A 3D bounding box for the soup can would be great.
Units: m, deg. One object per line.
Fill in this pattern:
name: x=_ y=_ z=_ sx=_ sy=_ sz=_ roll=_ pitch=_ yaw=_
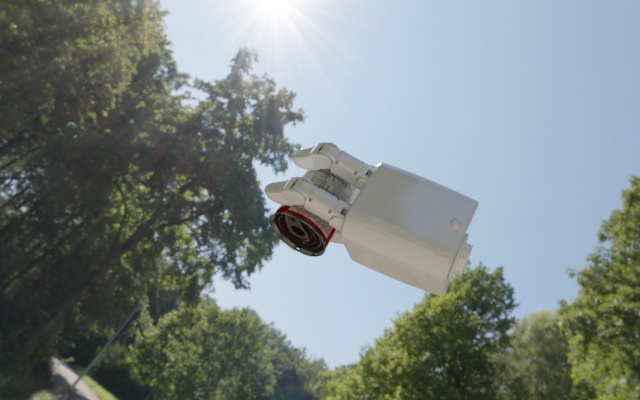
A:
soup can: x=0.000 y=0.001 z=0.529 sx=0.068 sy=0.102 sz=0.069 roll=25 pitch=-32 yaw=17
